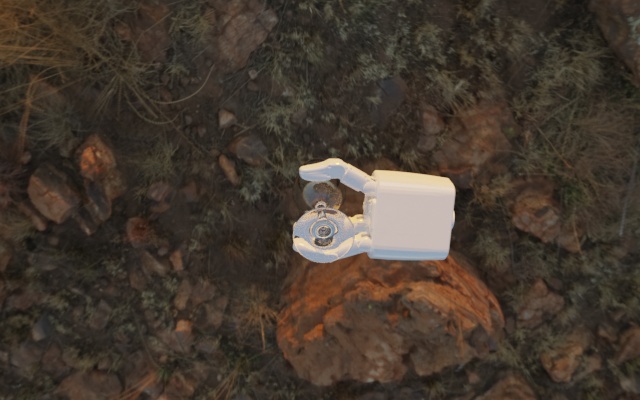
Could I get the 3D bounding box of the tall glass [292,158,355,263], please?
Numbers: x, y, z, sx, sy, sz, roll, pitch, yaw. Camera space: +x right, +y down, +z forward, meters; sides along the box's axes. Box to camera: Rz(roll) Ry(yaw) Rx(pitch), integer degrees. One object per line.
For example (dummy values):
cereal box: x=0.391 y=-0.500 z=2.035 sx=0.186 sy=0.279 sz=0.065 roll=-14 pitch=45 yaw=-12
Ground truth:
tall glass: x=0.000 y=0.002 z=0.655 sx=0.079 sy=0.079 sz=0.201 roll=0 pitch=24 yaw=-3
